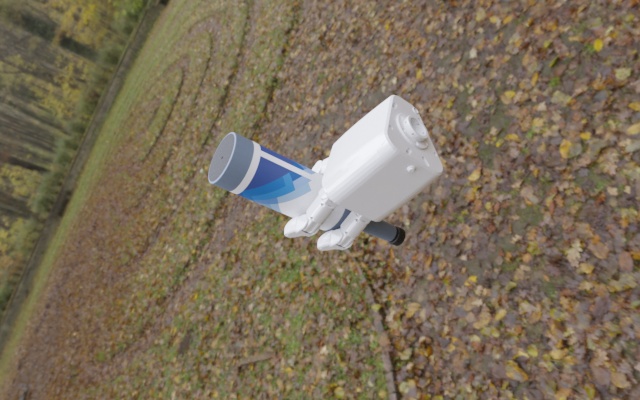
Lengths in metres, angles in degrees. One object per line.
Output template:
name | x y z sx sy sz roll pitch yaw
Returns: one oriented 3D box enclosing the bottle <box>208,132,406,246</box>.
bottle | 0.000 0.002 0.634 0.296 0.069 0.069 24 -13 -30
